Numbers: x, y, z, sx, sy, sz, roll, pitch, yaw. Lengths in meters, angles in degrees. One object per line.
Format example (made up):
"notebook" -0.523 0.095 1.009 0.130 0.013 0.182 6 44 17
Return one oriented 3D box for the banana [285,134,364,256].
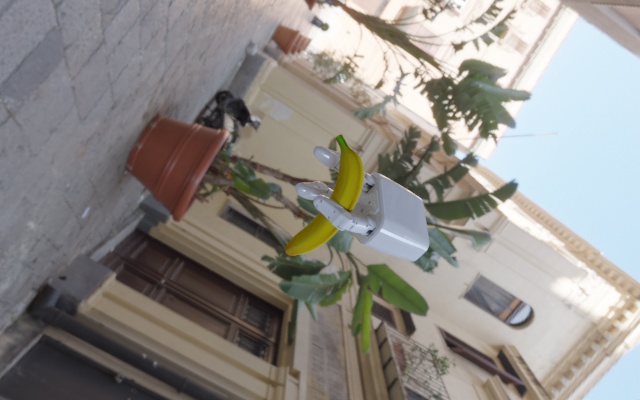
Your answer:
"banana" 0.014 0.008 0.695 0.069 0.198 0.037 34 14 36
